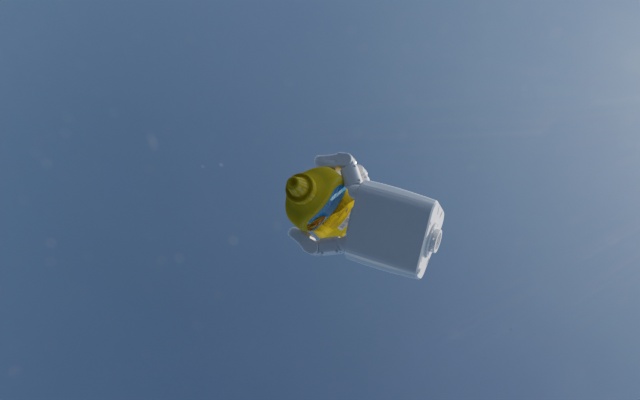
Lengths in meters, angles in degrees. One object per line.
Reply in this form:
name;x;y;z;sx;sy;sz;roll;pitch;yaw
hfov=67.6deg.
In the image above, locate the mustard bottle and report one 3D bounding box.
mustard bottle;0.000;0.002;0.687;0.058;0.096;0.192;42;3;26
